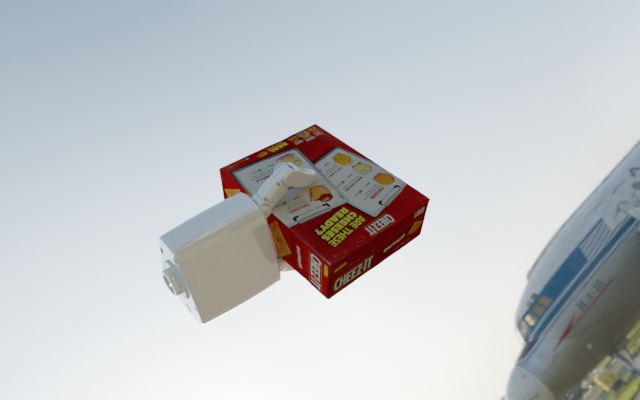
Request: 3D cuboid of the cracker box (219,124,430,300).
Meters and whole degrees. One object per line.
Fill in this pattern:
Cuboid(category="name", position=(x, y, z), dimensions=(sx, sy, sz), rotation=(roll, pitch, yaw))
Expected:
Cuboid(category="cracker box", position=(0.000, 0.002, 0.606), dimensions=(0.164, 0.072, 0.213), rotation=(-30, 51, -30))
